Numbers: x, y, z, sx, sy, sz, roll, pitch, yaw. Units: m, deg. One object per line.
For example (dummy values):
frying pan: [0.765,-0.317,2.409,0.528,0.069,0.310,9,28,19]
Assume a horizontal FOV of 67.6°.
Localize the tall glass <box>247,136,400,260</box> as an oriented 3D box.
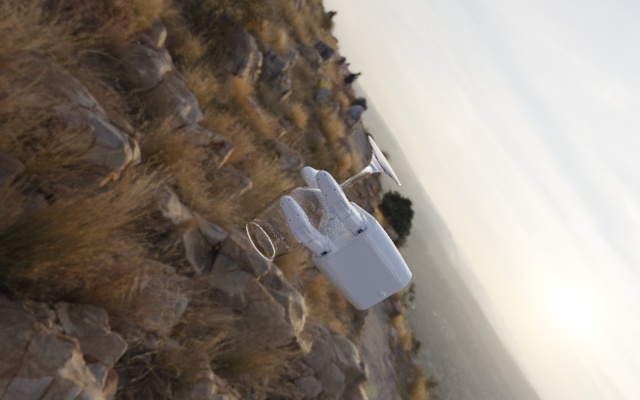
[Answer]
tall glass: [0.001,0.002,0.629,0.201,0.079,0.079,-33,-7,12]
